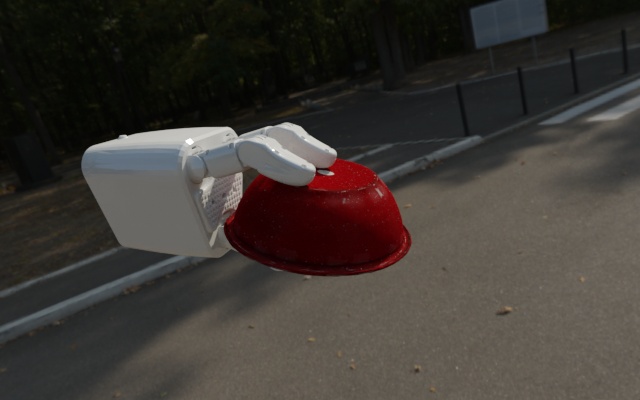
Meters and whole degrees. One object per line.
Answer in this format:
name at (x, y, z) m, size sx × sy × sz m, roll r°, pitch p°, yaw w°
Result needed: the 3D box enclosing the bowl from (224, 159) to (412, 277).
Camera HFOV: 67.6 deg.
bowl at (0.001, 0.001, 0.406) m, size 0.162 × 0.055 × 0.162 m, roll 5°, pitch 21°, yaw -2°
